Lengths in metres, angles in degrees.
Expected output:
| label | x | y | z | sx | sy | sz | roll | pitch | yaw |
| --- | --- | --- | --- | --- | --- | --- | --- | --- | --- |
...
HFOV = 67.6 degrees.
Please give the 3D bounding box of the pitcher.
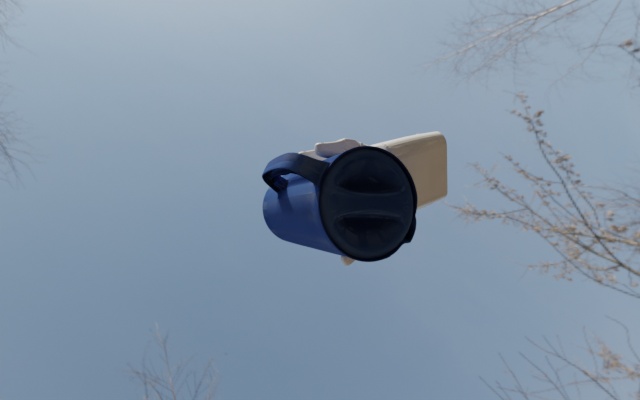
| label | x | y | z | sx | sy | sz | roll | pitch | yaw |
| --- | --- | --- | --- | --- | --- | --- | --- | --- | --- |
| pitcher | 0.000 | 0.002 | 0.644 | 0.145 | 0.149 | 0.243 | -19 | 6 | -25 |
